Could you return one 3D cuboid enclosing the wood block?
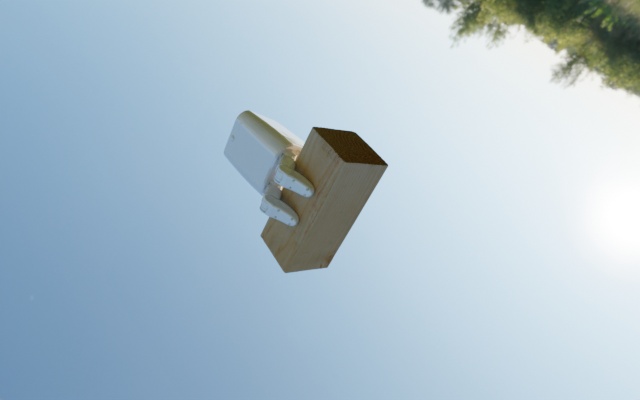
[{"bbox_3d":[0.000,0.002,0.721,0.091,0.206,0.090,-1,40,-42],"label":"wood block"}]
